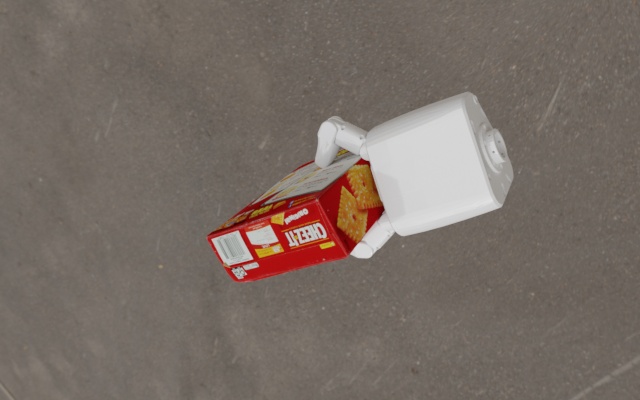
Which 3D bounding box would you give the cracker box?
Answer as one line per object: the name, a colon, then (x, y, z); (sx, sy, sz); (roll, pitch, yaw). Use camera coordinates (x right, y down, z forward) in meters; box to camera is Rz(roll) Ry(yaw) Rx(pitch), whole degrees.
cracker box: (0.000, 0.002, 0.553); (0.164, 0.072, 0.213); (-19, 14, 37)
